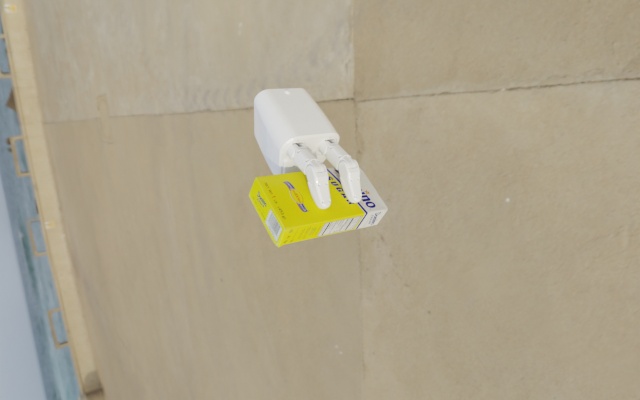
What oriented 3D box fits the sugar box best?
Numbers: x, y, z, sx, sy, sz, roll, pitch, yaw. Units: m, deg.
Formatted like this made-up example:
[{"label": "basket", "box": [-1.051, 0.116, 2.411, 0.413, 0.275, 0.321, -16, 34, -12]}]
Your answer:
[{"label": "sugar box", "box": [0.000, 0.002, 0.666, 0.176, 0.093, 0.048, -12, -33, -33]}]
